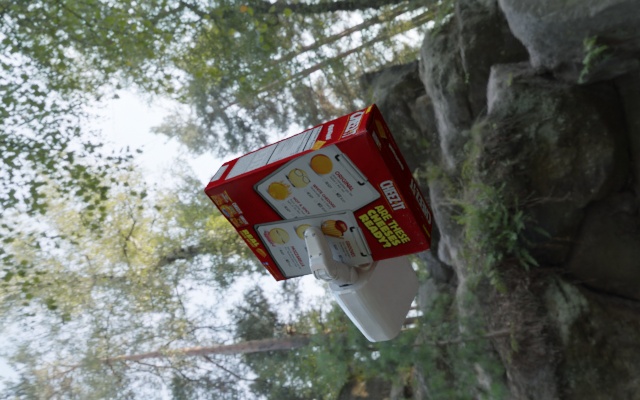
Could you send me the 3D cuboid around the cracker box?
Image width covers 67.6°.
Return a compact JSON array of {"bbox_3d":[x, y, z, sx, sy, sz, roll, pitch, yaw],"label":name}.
[{"bbox_3d":[0.000,0.002,0.559,0.214,0.164,0.072,-17,32,28],"label":"cracker box"}]
